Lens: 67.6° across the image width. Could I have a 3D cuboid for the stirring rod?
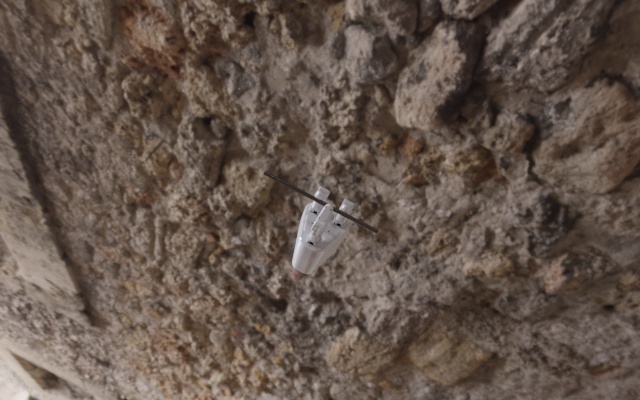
[{"bbox_3d":[0.000,0.003,0.896,0.239,0.011,0.011,28,2,5],"label":"stirring rod"}]
